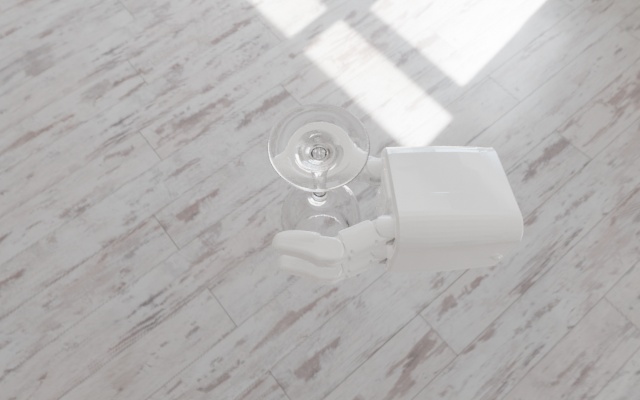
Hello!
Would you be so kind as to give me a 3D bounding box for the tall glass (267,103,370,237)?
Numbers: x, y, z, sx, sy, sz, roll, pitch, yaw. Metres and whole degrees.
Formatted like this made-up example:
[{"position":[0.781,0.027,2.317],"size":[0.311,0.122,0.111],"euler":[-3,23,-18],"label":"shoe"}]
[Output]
[{"position":[0.000,0.001,0.433],"size":[0.079,0.079,0.201],"euler":[0,-25,0],"label":"tall glass"}]
